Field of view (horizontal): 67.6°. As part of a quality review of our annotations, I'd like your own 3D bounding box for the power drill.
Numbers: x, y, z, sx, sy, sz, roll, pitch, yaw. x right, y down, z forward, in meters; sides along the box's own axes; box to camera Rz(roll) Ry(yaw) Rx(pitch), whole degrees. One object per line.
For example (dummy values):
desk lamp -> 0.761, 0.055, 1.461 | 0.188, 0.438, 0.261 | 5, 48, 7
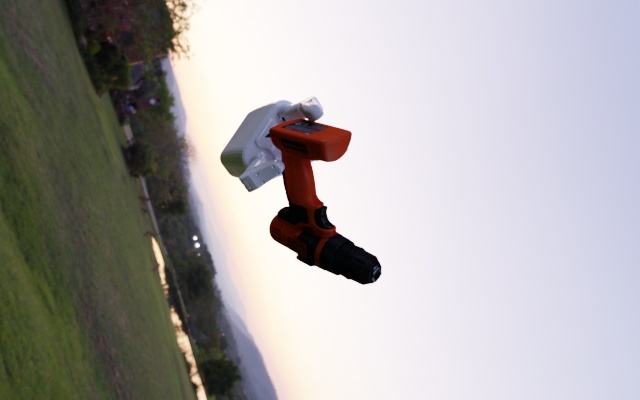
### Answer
power drill -> 0.000, 0.001, 0.595 | 0.184, 0.188, 0.057 | 21, 34, 38
